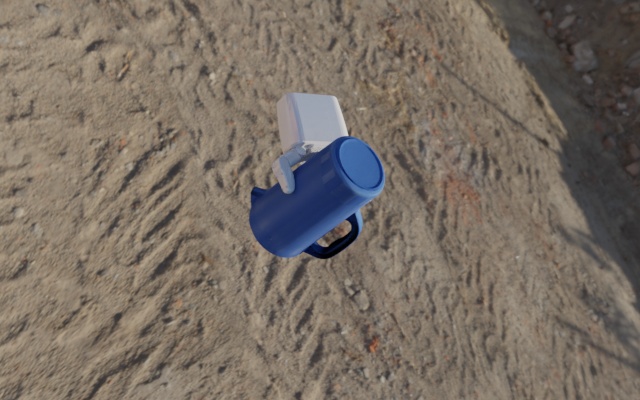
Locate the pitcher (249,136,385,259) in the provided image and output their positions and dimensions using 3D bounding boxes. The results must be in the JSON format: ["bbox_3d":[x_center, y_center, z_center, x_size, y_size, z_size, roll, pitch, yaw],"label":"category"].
[{"bbox_3d":[0.000,0.002,0.811,0.149,0.145,0.243,7,-29,-37],"label":"pitcher"}]
